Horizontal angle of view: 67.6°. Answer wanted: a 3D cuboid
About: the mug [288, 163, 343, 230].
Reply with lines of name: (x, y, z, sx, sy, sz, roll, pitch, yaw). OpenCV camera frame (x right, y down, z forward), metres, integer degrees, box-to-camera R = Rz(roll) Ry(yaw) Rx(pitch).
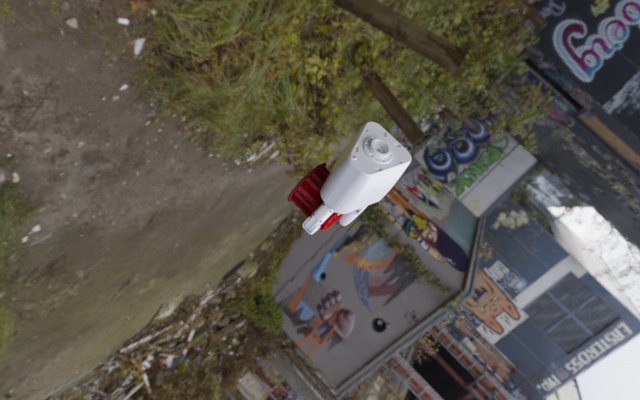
mug: (0.000, 0.004, 0.829, 0.093, 0.081, 0.117, -39, -10, -37)
